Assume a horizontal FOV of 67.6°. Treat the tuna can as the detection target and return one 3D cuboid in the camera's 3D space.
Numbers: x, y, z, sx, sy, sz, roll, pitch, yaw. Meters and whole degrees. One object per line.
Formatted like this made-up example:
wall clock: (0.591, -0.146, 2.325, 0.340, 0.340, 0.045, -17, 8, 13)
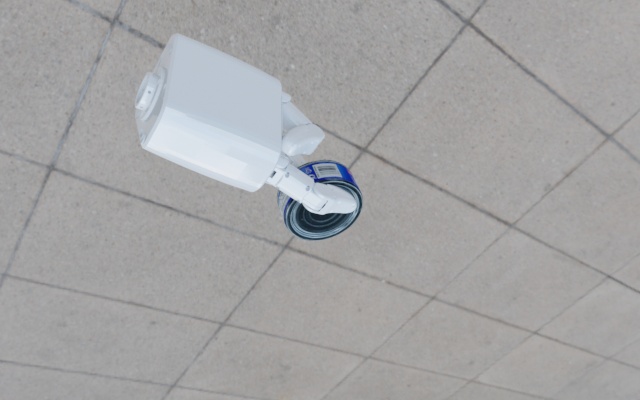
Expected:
tuna can: (0.000, 0.002, 0.496, 0.086, 0.086, 0.033, 0, 41, -22)
